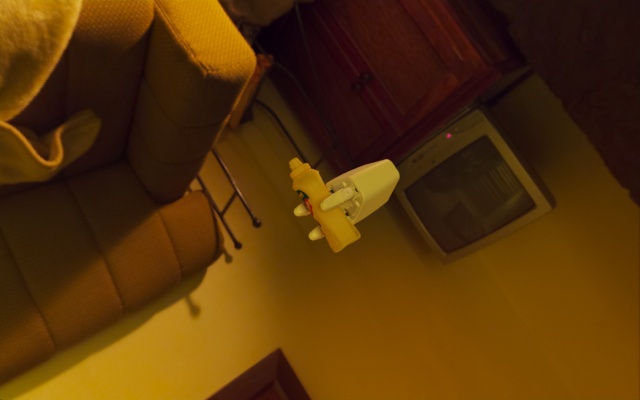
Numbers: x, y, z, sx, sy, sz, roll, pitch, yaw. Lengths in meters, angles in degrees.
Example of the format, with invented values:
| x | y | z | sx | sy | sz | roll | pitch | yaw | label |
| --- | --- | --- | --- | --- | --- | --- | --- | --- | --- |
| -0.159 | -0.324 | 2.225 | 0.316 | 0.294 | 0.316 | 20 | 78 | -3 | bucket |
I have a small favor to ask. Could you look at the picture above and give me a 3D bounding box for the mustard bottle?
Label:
| x | y | z | sx | sy | sz | roll | pitch | yaw | label |
| --- | --- | --- | --- | --- | --- | --- | --- | --- | --- |
| 0.000 | 0.003 | 0.892 | 0.058 | 0.191 | 0.096 | -32 | -6 | -5 | mustard bottle |
